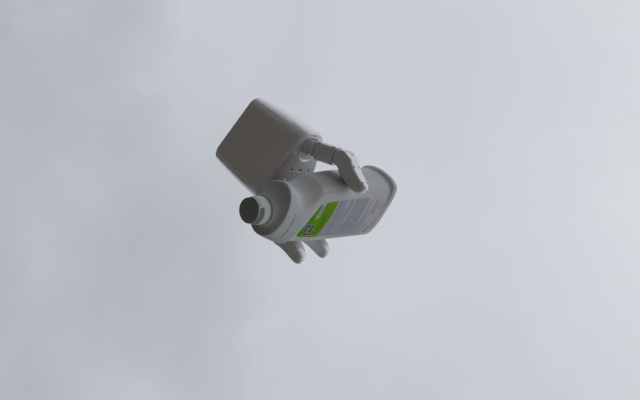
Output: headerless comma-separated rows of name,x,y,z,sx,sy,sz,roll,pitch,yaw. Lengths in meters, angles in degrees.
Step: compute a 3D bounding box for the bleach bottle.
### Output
bleach bottle,0.000,0.002,0.597,0.068,0.102,0.251,39,21,28
